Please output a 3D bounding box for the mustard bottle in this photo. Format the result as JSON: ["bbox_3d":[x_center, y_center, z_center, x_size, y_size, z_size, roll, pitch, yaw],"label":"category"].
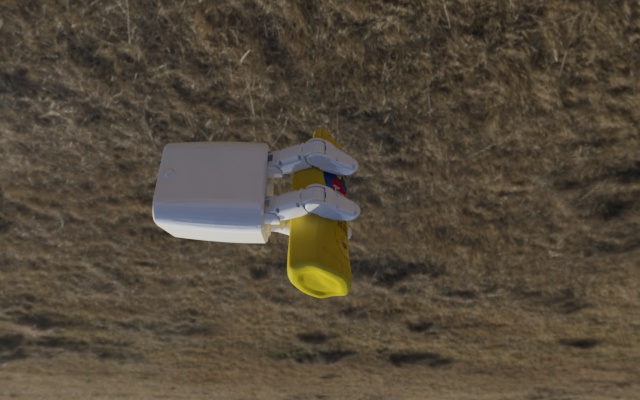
[{"bbox_3d":[0.000,0.002,0.522,0.058,0.191,0.096,-11,-32,19],"label":"mustard bottle"}]
